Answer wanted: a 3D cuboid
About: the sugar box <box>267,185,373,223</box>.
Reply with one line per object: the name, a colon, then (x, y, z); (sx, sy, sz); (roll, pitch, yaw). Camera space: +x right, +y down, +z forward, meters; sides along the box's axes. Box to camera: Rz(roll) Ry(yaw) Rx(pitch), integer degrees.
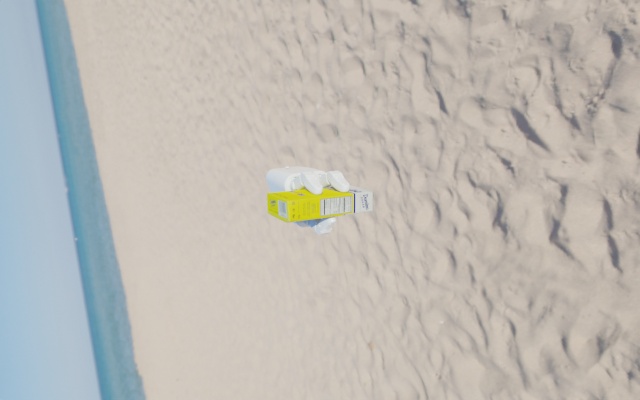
sugar box: (0.000, 0.002, 0.880); (0.176, 0.048, 0.093); (-9, 14, -28)
